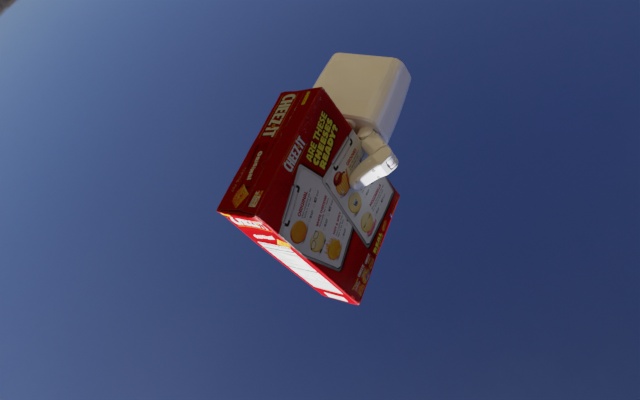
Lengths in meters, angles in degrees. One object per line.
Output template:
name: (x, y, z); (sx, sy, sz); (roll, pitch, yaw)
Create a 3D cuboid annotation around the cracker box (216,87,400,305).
cracker box: (0.000, 0.002, 0.563); (0.072, 0.164, 0.214); (4, -30, 40)
